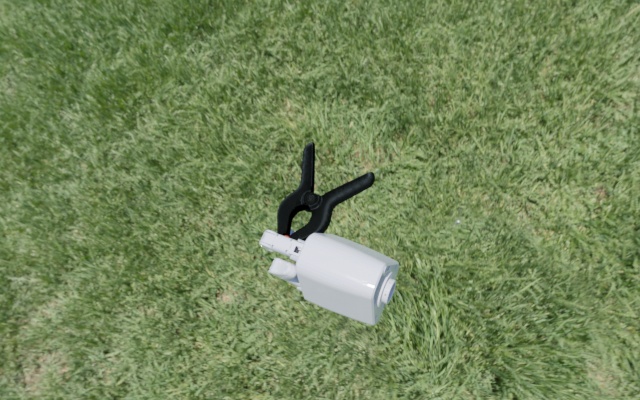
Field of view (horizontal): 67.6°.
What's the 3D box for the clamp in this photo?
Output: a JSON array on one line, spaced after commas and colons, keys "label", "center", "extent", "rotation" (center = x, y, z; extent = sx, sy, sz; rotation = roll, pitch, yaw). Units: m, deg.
[{"label": "clamp", "center": [0.000, 0.002, 0.694], "extent": [0.120, 0.171, 0.039], "rotation": [18, -16, 23]}]
